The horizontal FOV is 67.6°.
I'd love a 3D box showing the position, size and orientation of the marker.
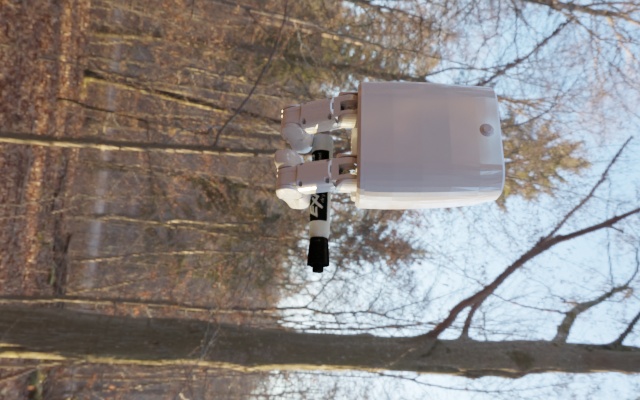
[{"bbox_3d":[0.000,0.001,0.407,0.020,0.121,0.020,2,-19,1],"label":"marker"}]
